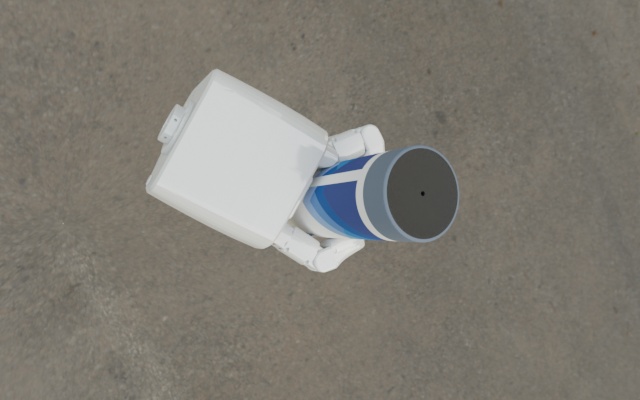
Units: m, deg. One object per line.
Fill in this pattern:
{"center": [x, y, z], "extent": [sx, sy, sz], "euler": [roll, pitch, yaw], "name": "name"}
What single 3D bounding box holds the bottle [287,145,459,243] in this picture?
{"center": [0.000, 0.002, 0.452], "extent": [0.069, 0.069, 0.296], "euler": [0, -2, -28], "name": "bottle"}
